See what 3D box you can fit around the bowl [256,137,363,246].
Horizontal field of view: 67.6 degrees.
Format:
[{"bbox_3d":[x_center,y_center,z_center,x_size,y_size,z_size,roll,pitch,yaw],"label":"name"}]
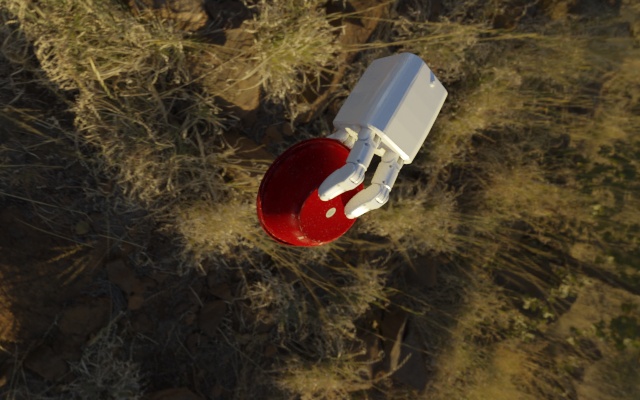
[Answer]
[{"bbox_3d":[0.000,0.003,0.628,0.162,0.162,0.055,0,26,-33],"label":"bowl"}]
